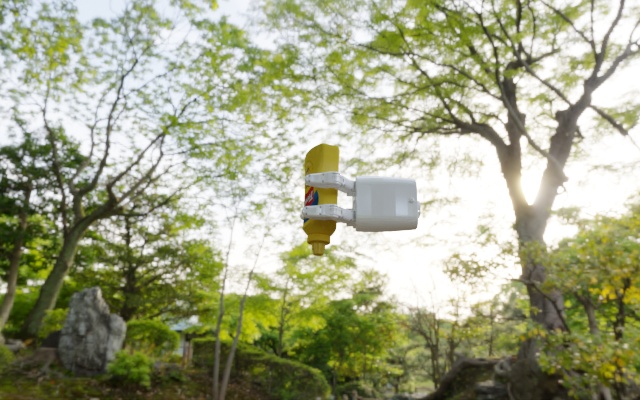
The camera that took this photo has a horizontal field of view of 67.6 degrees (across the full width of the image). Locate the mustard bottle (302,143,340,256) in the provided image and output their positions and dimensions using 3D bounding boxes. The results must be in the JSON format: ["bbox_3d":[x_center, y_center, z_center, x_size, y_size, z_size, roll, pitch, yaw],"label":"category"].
[{"bbox_3d":[0.000,0.002,0.844,0.058,0.191,0.096,9,-20,-20],"label":"mustard bottle"}]
